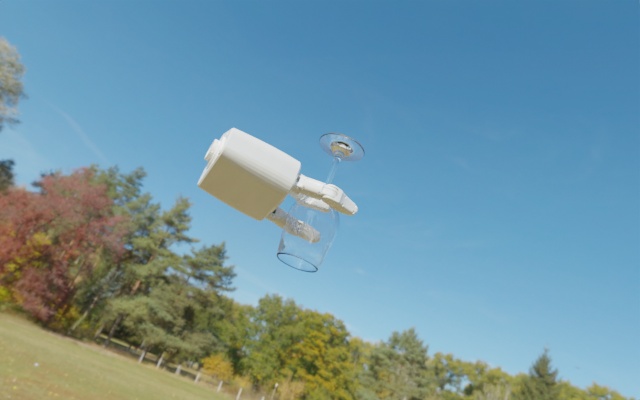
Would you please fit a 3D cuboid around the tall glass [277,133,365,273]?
[{"bbox_3d":[0.000,0.002,0.704,0.079,0.201,0.079,17,-23,8],"label":"tall glass"}]
